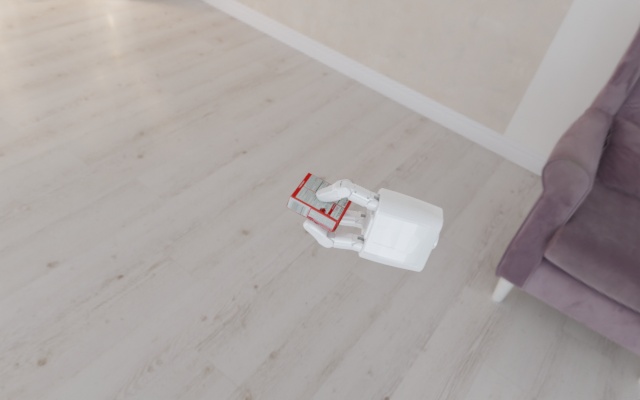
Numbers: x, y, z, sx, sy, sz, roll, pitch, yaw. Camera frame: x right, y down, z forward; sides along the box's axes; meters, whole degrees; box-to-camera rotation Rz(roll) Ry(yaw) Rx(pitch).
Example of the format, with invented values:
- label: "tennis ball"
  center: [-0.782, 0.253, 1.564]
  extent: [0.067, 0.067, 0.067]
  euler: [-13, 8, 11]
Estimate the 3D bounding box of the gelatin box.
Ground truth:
- label: "gelatin box"
  center: [0.000, 0.002, 0.778]
  extent: [0.089, 0.030, 0.073]
  euler: [29, 43, 4]
